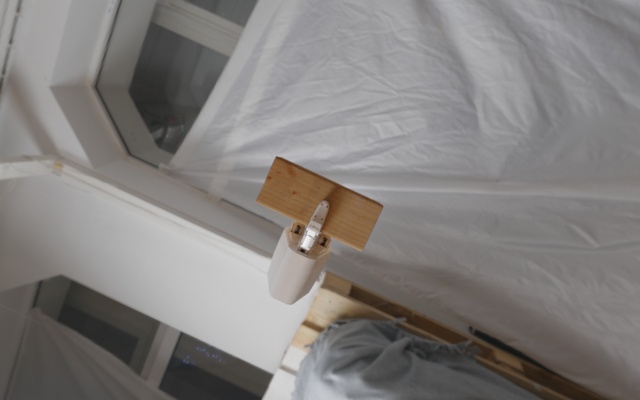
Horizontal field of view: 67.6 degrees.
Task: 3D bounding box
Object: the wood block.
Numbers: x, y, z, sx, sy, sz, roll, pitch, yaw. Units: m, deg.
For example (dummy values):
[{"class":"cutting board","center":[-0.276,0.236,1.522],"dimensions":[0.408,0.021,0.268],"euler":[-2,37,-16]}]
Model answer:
[{"class":"wood block","center":[0.000,0.003,0.867],"dimensions":[0.206,0.090,0.091],"euler":[25,5,0]}]
